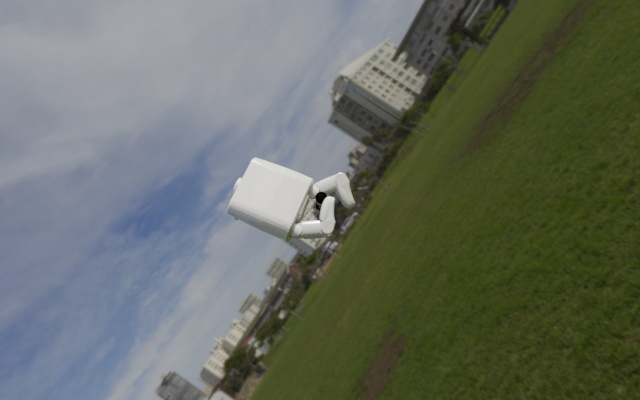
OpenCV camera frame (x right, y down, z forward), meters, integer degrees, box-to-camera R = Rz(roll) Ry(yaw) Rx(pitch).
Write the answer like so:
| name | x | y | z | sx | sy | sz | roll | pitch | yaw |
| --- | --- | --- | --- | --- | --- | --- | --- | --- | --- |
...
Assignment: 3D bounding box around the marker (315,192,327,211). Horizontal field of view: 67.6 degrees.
| name | x | y | z | sx | sy | sz | roll | pitch | yaw |
| --- | --- | --- | --- | --- | --- | --- | --- | --- | --- |
| marker | 0.000 | 0.003 | 0.811 | 0.020 | 0.020 | 0.121 | 0 | -8 | -1 |
